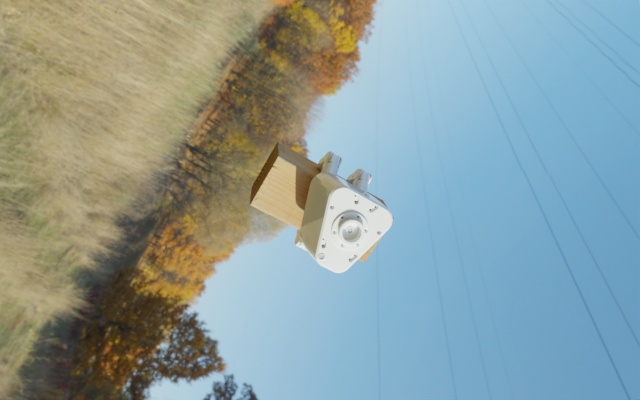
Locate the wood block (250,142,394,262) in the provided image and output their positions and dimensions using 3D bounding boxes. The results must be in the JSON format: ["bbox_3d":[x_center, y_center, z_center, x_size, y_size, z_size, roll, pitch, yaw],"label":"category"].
[{"bbox_3d":[0.000,0.003,0.764,0.206,0.091,0.090,28,15,-15],"label":"wood block"}]
